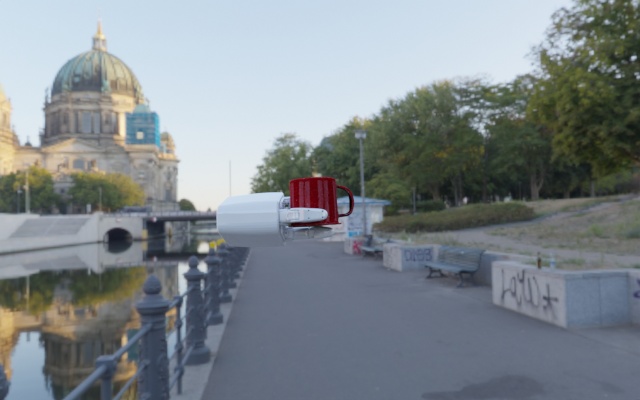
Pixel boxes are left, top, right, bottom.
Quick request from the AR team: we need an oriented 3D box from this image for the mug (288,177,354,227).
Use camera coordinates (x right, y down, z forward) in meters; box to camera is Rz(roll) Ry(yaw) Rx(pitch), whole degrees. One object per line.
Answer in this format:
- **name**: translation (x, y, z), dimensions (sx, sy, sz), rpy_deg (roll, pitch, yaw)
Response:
- **mug**: translation (0.002, 0.002, 0.828), dimensions (0.117, 0.081, 0.093), rpy_deg (-3, -3, 0)
